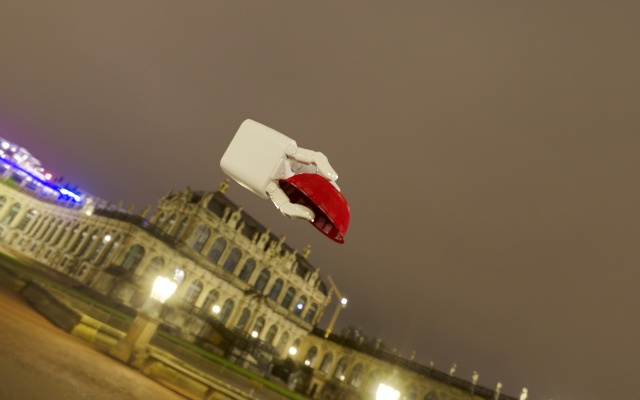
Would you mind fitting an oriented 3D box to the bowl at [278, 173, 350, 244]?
[{"bbox_3d":[0.001,0.003,0.854,0.055,0.162,0.162,-45,12,-13],"label":"bowl"}]
